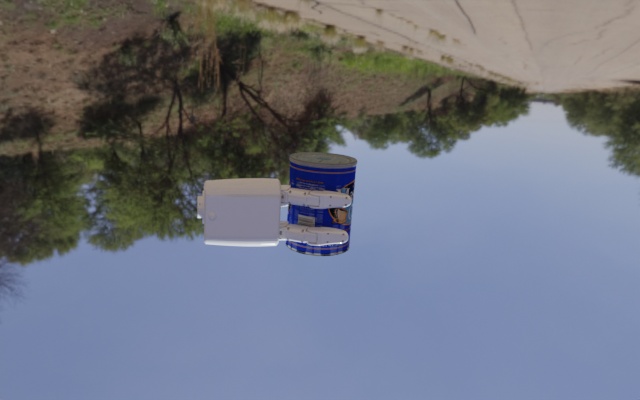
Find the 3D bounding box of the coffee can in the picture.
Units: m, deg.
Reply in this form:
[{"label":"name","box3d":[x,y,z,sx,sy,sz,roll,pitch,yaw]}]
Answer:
[{"label":"coffee can","box3d":[0.000,0.002,0.739,0.103,0.140,0.102,4,15,-1]}]
